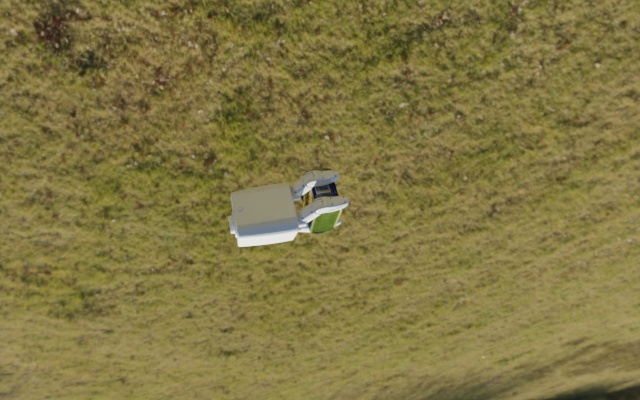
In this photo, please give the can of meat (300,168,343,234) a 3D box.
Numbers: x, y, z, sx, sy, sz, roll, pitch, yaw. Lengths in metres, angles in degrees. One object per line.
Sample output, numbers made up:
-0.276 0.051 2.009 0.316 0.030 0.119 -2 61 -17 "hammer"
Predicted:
0.000 0.003 0.887 0.057 0.084 0.102 -6 -31 -15 "can of meat"
